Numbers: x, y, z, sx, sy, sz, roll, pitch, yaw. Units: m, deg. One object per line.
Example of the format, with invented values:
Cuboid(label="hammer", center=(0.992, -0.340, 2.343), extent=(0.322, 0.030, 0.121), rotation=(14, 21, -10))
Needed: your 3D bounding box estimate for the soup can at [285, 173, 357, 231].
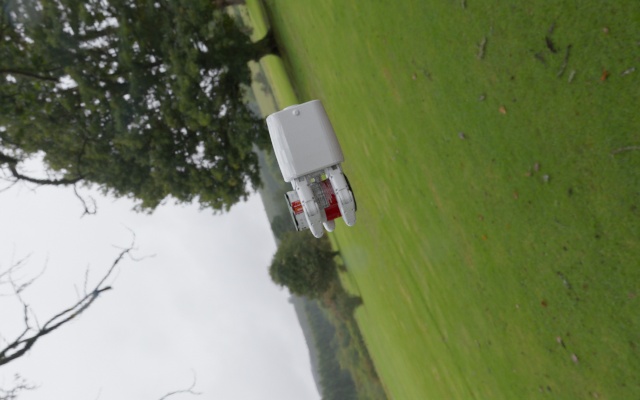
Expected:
Cuboid(label="soup can", center=(0.000, 0.003, 0.775), extent=(0.102, 0.068, 0.068), rotation=(-19, 2, -6))
